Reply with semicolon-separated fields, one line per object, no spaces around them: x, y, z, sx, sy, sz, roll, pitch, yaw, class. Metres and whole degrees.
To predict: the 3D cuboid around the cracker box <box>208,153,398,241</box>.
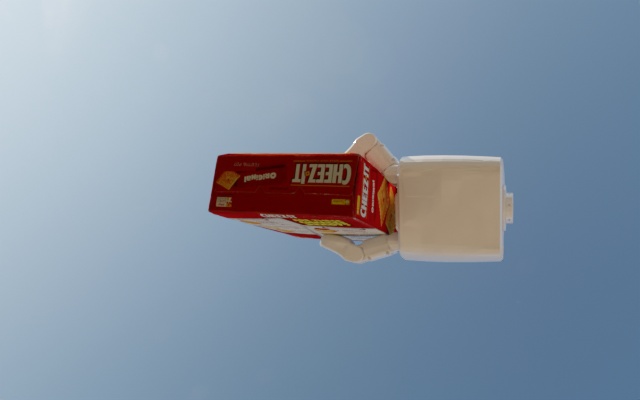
0.000;0.002;0.564;0.164;0.072;0.214;1;-11;23;cracker box
